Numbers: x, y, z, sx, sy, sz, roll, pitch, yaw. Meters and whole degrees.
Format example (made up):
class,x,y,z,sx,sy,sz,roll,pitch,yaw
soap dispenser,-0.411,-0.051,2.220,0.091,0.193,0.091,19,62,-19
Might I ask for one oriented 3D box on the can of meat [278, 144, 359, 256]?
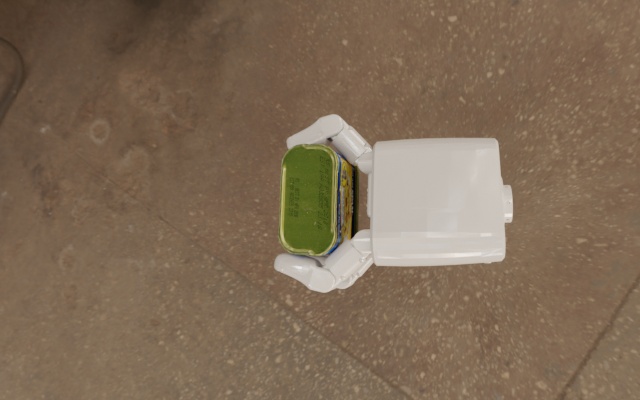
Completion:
class,x,y,z,sx,sy,sz,roll,pitch,yaw
can of meat,0.000,0.001,0.446,0.057,0.102,0.084,0,-3,15
